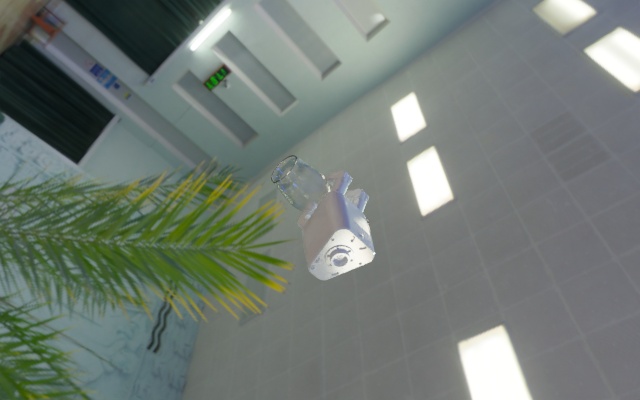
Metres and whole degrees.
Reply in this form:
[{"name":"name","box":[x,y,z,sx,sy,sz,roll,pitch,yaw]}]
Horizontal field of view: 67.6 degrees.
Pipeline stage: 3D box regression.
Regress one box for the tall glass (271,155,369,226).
[{"name":"tall glass","box":[0.001,0.003,0.886,0.201,0.079,0.079,42,-23,-27]}]
